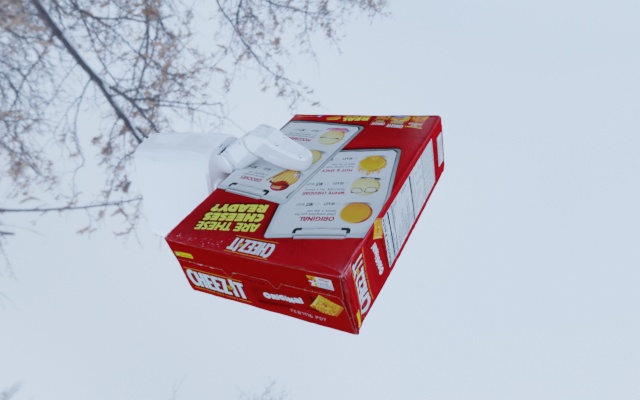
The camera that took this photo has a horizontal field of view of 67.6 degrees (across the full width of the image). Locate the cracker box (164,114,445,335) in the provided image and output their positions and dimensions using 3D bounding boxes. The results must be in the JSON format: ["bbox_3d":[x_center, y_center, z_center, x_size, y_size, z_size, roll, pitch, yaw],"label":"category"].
[{"bbox_3d":[0.000,0.001,0.426,0.164,0.072,0.213,7,41,30],"label":"cracker box"}]
